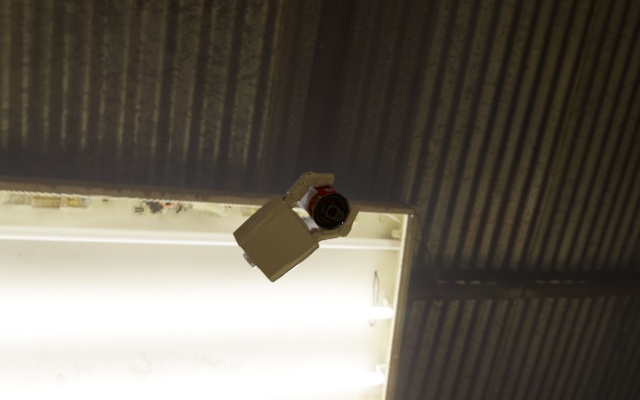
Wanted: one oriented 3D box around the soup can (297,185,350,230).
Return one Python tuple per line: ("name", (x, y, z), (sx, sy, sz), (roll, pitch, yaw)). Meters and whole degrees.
("soup can", (0.000, 0.002, 0.852), (0.068, 0.068, 0.102), (0, 19, -24))
